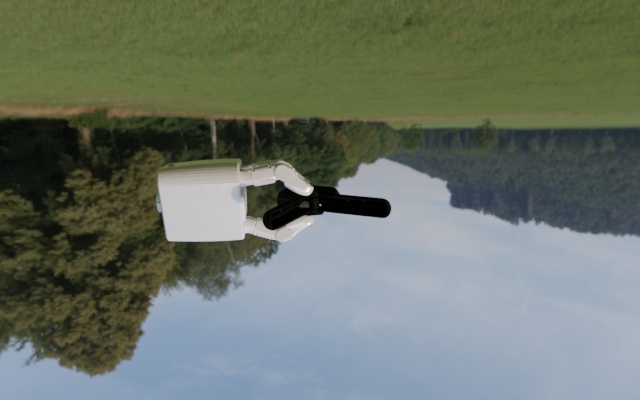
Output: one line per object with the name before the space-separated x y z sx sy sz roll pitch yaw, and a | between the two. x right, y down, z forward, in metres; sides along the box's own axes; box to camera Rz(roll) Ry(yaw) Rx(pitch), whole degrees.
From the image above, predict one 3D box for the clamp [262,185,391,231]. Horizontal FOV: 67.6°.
clamp | 0.000 0.003 0.680 0.164 0.036 0.210 -3 11 -6
